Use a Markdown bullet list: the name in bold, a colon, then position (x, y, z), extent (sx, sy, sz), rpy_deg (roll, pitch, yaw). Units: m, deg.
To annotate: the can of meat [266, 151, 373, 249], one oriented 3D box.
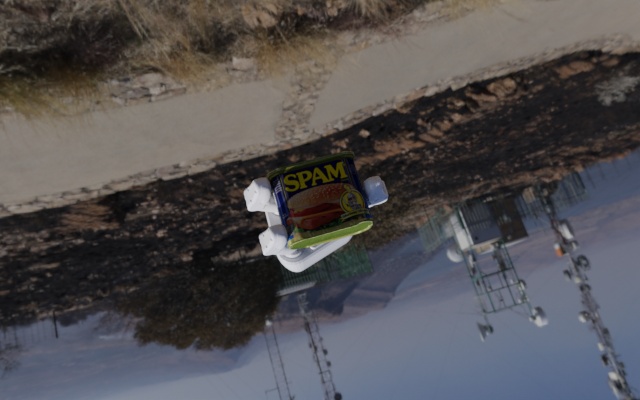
- **can of meat**: position (0.000, 0.002, 0.531), extent (0.102, 0.084, 0.057), rpy_deg (-15, -15, -7)
